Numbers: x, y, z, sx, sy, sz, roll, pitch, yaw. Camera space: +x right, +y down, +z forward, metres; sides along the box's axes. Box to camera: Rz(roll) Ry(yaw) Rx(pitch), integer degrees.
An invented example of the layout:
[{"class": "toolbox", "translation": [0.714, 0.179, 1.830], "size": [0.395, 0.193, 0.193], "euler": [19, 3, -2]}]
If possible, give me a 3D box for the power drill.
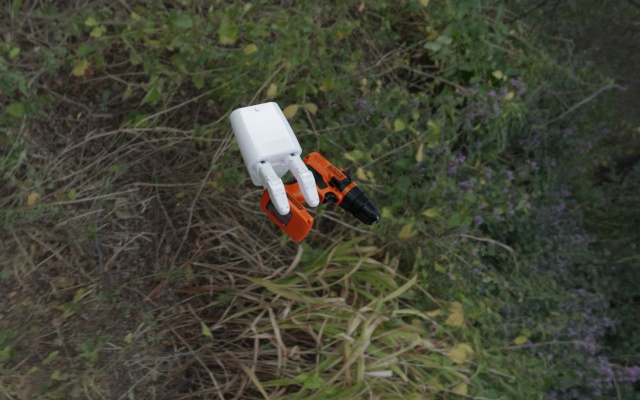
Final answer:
[{"class": "power drill", "translation": [0.000, 0.003, 0.848], "size": [0.184, 0.057, 0.187], "euler": [41, 38, 16]}]
